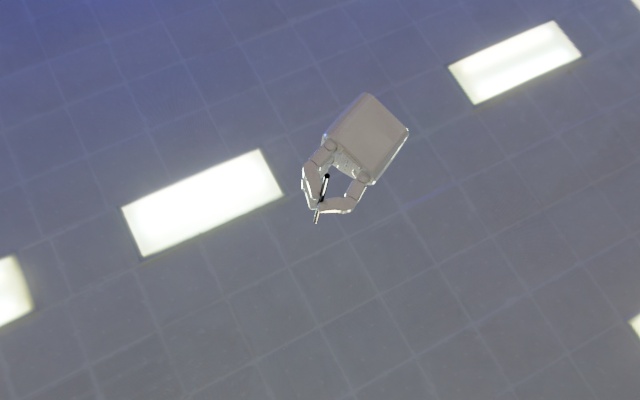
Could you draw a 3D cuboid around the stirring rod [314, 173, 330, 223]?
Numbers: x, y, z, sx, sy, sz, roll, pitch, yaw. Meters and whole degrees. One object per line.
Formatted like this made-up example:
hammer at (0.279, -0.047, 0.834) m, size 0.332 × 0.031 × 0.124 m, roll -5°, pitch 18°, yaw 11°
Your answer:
stirring rod at (0.000, 0.002, 0.761) m, size 0.011 × 0.011 × 0.240 m, roll 0°, pitch -17°, yaw -4°
